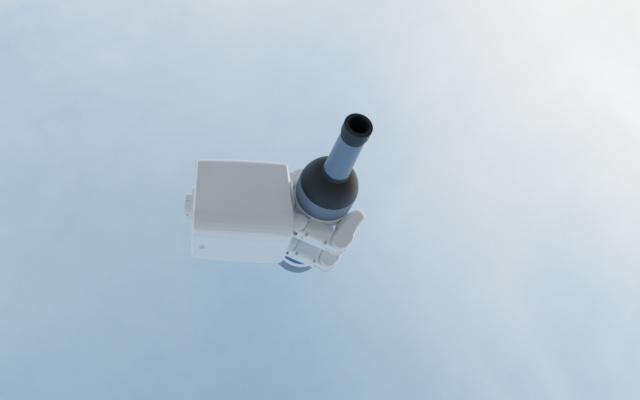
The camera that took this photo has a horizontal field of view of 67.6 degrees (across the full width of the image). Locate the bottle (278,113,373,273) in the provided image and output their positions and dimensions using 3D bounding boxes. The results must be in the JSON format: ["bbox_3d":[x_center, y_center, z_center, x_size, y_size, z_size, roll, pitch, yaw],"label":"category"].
[{"bbox_3d":[0.000,0.002,0.551,0.069,0.069,0.296,0,-28,-15],"label":"bottle"}]
